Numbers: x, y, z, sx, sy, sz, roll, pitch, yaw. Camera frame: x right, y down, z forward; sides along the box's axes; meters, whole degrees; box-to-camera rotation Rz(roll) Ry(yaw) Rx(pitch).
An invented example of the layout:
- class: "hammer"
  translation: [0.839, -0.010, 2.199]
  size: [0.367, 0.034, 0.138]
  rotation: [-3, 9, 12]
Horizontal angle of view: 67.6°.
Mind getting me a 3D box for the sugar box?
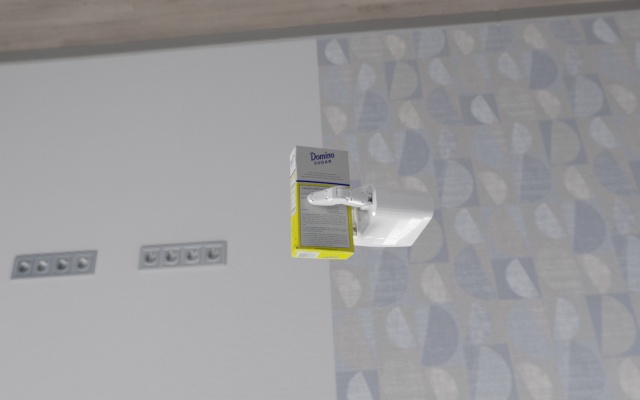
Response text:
- class: "sugar box"
  translation: [0.000, 0.003, 0.763]
  size: [0.093, 0.176, 0.048]
  rotation: [5, -25, -16]
